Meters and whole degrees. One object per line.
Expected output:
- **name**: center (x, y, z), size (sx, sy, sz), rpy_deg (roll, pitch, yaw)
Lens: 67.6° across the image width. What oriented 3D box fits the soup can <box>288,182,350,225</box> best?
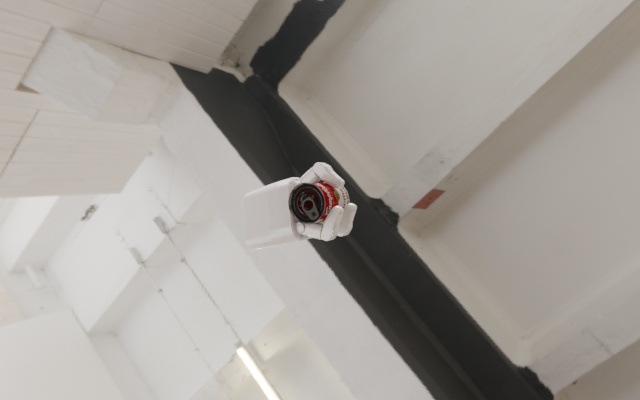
- **soup can**: center (0.001, 0.002, 0.811), size (0.068, 0.068, 0.102), rpy_deg (0, 3, 27)
